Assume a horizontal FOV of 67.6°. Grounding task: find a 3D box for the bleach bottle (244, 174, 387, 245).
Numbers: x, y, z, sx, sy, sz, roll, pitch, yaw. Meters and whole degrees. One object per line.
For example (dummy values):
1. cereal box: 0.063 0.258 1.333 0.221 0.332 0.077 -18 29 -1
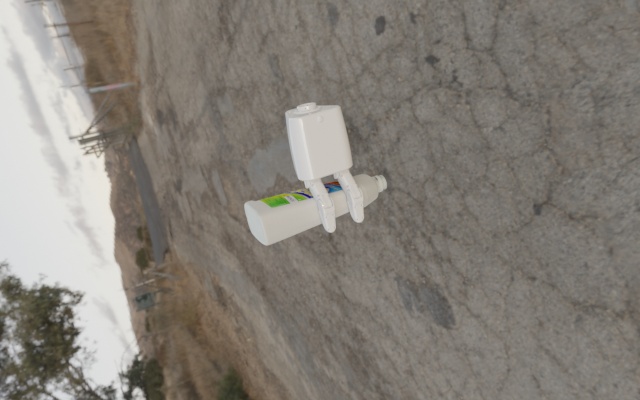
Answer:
1. bleach bottle: 0.000 0.003 0.846 0.251 0.068 0.102 -19 20 -20
